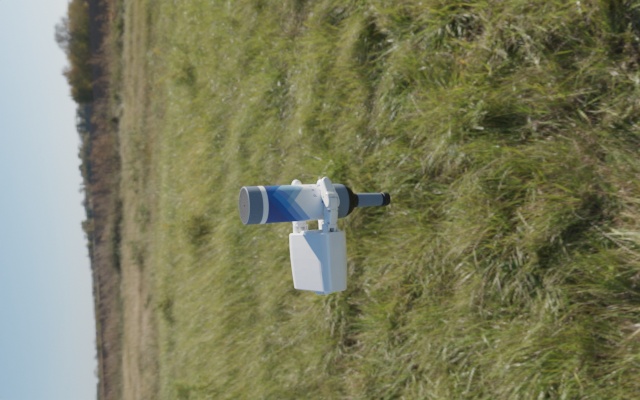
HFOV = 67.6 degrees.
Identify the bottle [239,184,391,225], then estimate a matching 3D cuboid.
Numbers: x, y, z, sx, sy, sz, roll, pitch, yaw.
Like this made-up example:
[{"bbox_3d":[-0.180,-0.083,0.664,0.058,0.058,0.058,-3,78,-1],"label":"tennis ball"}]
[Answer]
[{"bbox_3d":[0.000,0.003,0.890,0.296,0.069,0.069,-3,1,-25],"label":"bottle"}]
